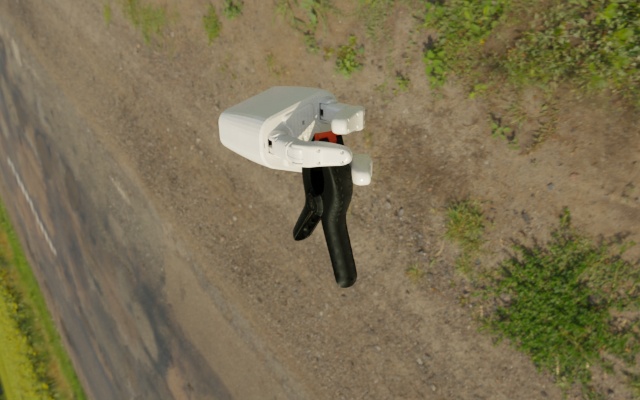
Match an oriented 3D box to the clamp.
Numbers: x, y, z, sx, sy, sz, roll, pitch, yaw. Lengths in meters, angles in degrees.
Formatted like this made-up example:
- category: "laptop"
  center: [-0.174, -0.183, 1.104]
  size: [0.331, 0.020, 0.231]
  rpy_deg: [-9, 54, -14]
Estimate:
- category: "clamp"
  center: [0.000, 0.002, 0.537]
  size: [0.039, 0.171, 0.120]
  rpy_deg: [-15, 25, -34]
